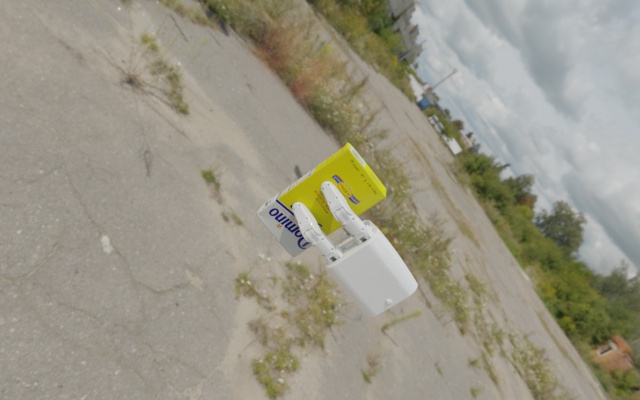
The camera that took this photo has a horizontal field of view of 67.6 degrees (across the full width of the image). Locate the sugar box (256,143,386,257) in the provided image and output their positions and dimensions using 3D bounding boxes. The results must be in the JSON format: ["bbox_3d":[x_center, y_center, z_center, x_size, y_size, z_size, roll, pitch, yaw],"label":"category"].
[{"bbox_3d":[0.000,0.003,0.714,0.176,0.093,0.048,-36,12,16],"label":"sugar box"}]
